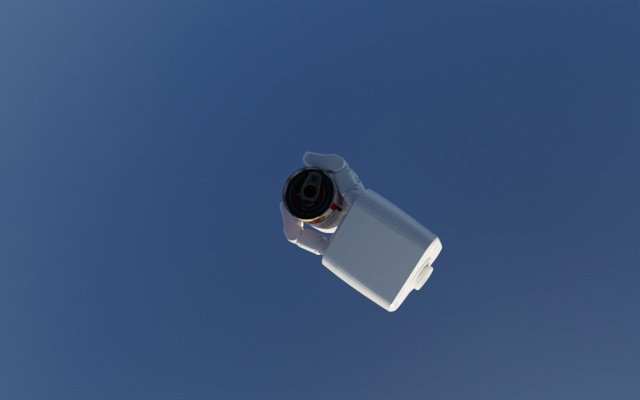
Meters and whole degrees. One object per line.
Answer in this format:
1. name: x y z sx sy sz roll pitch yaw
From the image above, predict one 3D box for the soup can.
1. soup can: 0.000 0.002 0.630 0.068 0.068 0.102 0 -13 18
